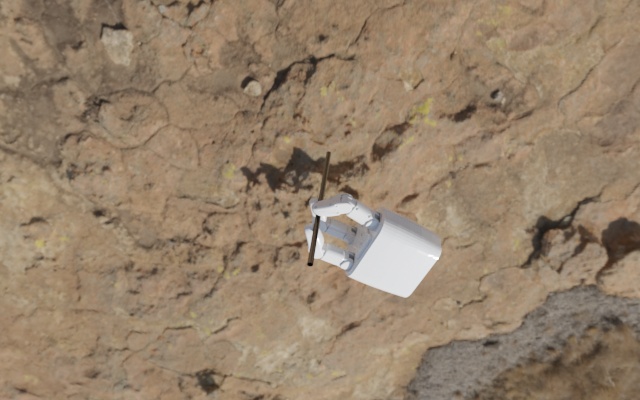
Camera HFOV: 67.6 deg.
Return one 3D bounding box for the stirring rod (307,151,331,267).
[{"bbox_3d":[0.000,0.002,0.710,0.011,0.011,0.239,0,43,9],"label":"stirring rod"}]
